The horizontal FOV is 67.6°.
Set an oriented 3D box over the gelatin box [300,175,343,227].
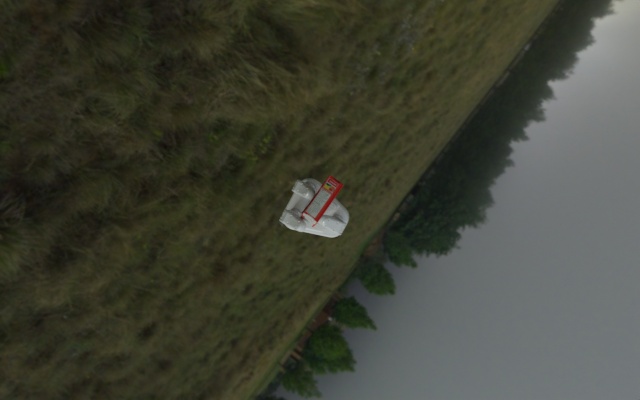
[{"bbox_3d":[0.001,0.003,0.772,0.030,0.073,0.089,36,-10,0],"label":"gelatin box"}]
